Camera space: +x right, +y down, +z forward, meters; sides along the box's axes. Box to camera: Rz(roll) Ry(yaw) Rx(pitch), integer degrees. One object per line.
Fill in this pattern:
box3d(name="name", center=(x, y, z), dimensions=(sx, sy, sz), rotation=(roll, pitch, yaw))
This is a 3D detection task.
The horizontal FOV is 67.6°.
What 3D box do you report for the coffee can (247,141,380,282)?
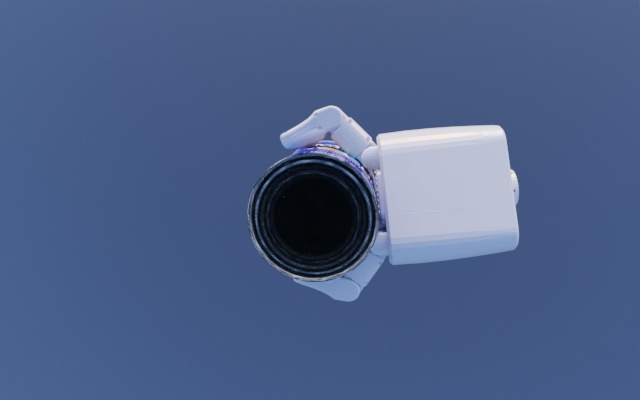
box3d(name="coffee can", center=(0.000, 0.001, 0.433), dimensions=(0.103, 0.103, 0.140), rotation=(0, 11, 5))
